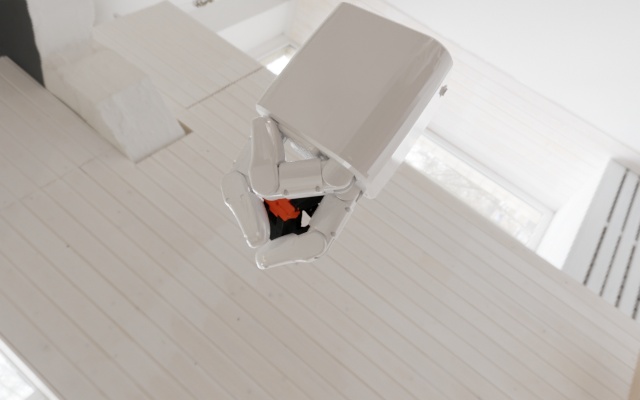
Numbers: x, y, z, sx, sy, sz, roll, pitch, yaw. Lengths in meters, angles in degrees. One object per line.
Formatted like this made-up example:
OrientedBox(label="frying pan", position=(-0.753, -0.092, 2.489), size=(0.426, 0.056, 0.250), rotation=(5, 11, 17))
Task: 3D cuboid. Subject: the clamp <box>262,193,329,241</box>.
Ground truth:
OrientedBox(label="clamp", position=(-0.001, 0.001, 0.440), size=(0.039, 0.120, 0.171), rotation=(37, -2, 13))
